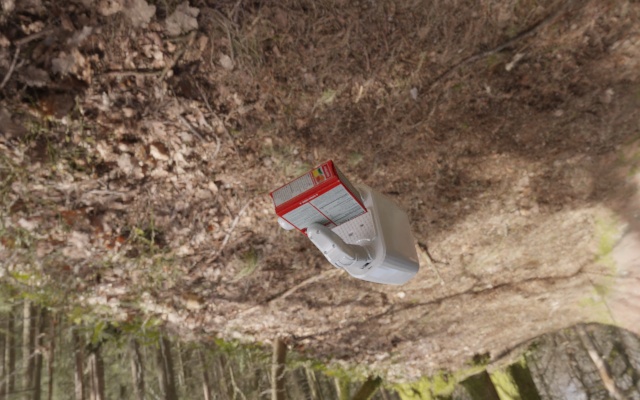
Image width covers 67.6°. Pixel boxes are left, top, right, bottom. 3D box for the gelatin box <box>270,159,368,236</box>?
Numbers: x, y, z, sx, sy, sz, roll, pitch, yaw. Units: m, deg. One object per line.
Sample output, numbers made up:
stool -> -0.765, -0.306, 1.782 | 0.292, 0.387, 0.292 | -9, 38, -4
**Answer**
gelatin box -> 0.000, 0.002, 0.504 | 0.073, 0.030, 0.089 | -28, -30, 13
